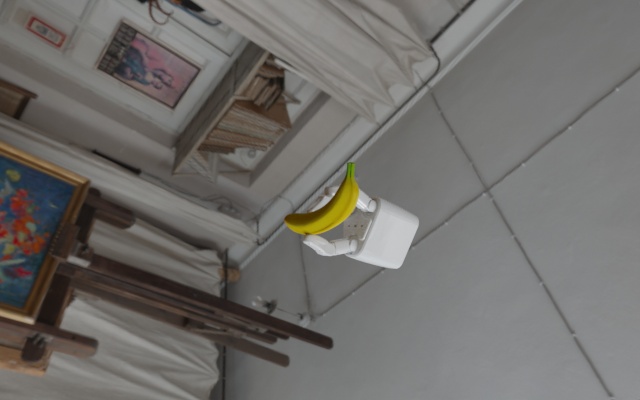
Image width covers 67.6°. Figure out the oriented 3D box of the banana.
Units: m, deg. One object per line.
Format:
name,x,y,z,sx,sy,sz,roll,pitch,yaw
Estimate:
banana,0.004,0.017,0.768,0.037,0.069,0.198,14,-36,-34
